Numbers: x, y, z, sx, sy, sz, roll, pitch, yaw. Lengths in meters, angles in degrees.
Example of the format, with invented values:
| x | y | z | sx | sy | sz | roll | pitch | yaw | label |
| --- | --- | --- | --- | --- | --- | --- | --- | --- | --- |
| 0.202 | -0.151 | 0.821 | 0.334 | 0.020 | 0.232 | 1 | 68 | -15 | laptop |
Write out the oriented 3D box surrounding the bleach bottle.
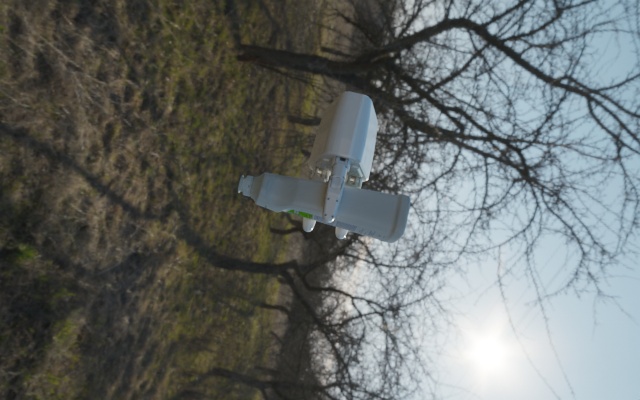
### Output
| x | y | z | sx | sy | sz | roll | pitch | yaw | label |
| --- | --- | --- | --- | --- | --- | --- | --- | --- | --- |
| 0.000 | 0.002 | 0.720 | 0.251 | 0.068 | 0.102 | 14 | -14 | 0 | bleach bottle |
